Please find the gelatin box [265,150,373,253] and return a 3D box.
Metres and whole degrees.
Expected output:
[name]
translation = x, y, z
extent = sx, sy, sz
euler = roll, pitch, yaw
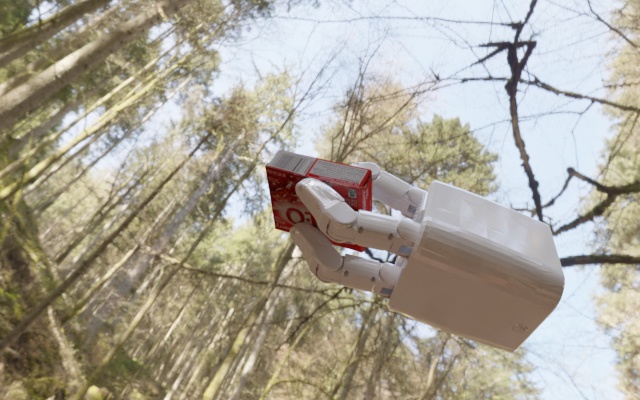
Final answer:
[gelatin box]
translation = 0.000, 0.001, 0.412
extent = 0.089, 0.073, 0.030
euler = 15, 44, 21
